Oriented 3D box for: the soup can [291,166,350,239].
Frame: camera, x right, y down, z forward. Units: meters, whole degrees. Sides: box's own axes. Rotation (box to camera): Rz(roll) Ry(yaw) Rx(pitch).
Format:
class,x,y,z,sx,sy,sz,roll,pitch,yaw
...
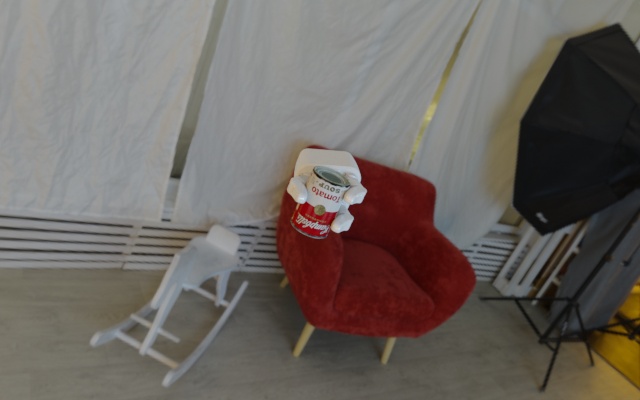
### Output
class,x,y,z,sx,sy,sz,roll,pitch,yaw
soup can,0.000,0.003,0.791,0.068,0.102,0.068,21,21,-9
